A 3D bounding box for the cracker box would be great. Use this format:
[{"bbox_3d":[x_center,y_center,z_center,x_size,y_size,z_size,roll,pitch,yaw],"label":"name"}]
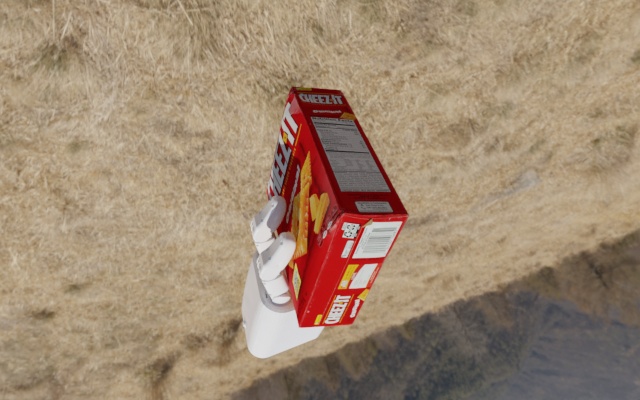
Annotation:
[{"bbox_3d":[0.000,0.002,0.519,0.072,0.164,0.213,1,42,-21],"label":"cracker box"}]
